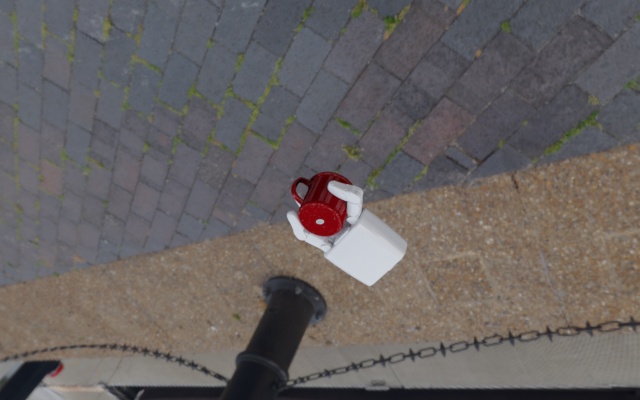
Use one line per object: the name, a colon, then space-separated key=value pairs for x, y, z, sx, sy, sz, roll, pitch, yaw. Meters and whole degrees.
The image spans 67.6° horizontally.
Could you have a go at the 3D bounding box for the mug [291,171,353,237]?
mug: x=-0.001 y=0.002 z=0.843 sx=0.117 sy=0.081 sz=0.093 roll=35 pitch=-47 yaw=-10
